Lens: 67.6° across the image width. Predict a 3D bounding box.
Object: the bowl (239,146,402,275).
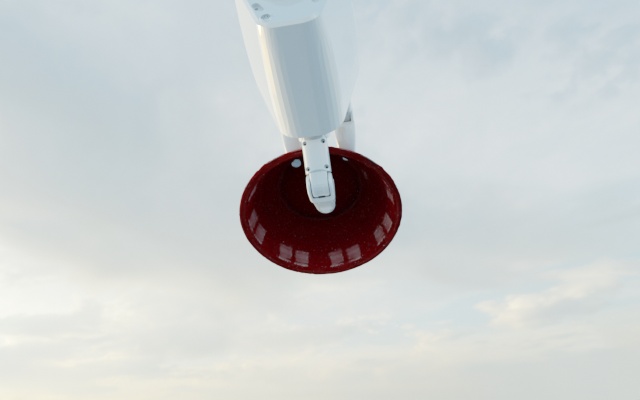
[{"bbox_3d":[0.000,0.002,0.495,0.162,0.162,0.055,0,37,-1],"label":"bowl"}]
